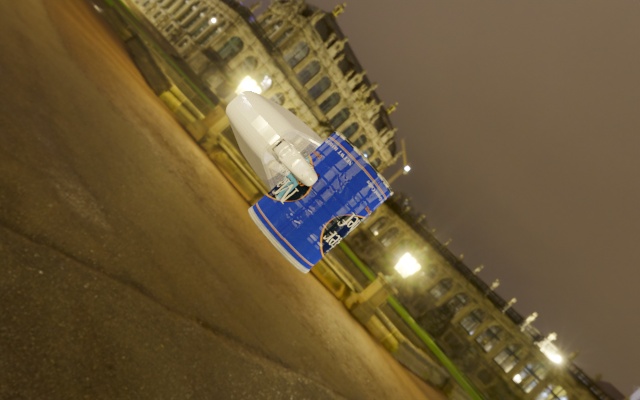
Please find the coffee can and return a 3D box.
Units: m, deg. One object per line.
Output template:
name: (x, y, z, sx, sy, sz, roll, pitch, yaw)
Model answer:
coffee can: (0.000, 0.002, 0.567, 0.140, 0.103, 0.103, -42, 0, 0)
